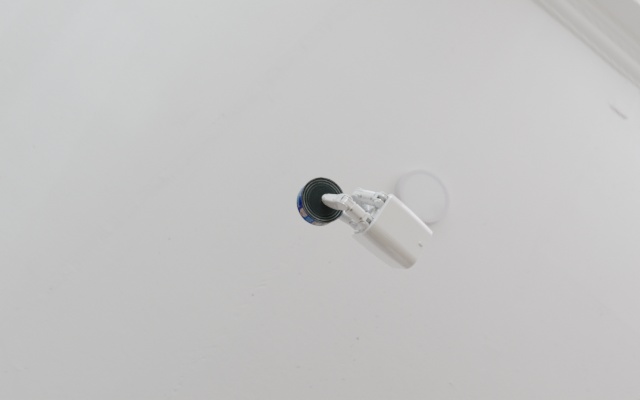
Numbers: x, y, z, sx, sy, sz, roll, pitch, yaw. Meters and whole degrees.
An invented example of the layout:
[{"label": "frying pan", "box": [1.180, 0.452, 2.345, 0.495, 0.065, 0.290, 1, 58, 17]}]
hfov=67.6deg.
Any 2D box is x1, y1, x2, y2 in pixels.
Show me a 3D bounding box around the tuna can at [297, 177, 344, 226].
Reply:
[{"label": "tuna can", "box": [0.000, 0.003, 0.875, 0.086, 0.086, 0.034, 0, -15, -23]}]
